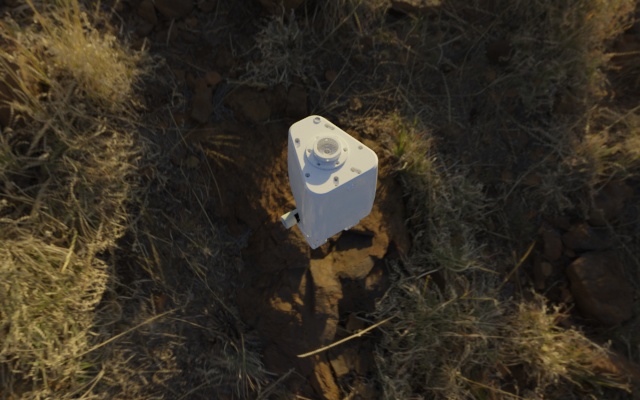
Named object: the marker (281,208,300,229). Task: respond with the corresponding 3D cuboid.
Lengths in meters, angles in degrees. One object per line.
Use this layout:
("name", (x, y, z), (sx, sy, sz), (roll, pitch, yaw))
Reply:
("marker", (0.000, 0.002, 0.673), (0.121, 0.020, 0.020), (-29, 9, -16))
